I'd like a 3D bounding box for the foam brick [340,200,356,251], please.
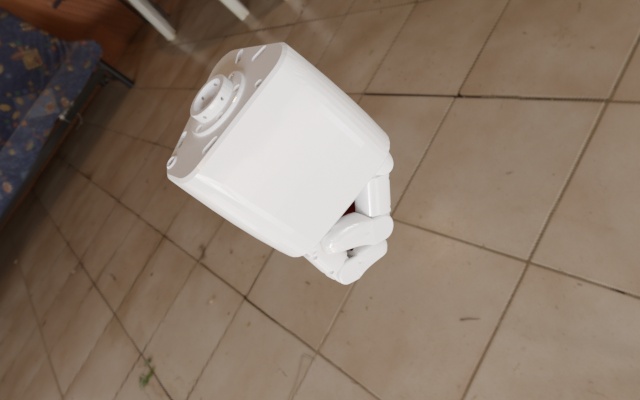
[{"bbox_3d":[0.000,0.001,0.407,0.051,0.053,0.078,36,-12,-37],"label":"foam brick"}]
